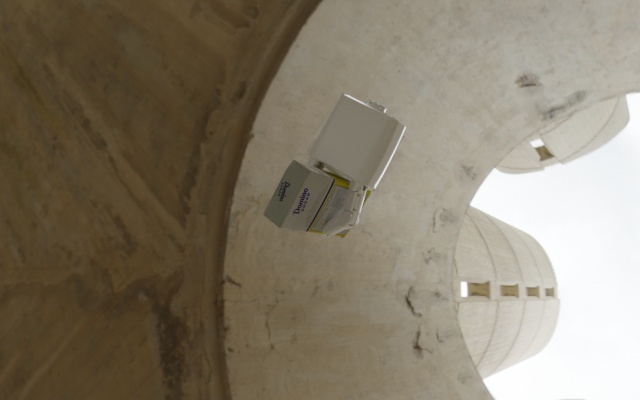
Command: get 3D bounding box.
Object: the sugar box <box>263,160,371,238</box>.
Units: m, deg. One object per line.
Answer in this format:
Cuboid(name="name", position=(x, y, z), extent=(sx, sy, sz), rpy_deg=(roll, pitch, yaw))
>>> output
Cuboid(name="sugar box", position=(0.000, 0.002, 0.727), extent=(0.048, 0.093, 0.176), rpy_deg=(35, 11, 35))
